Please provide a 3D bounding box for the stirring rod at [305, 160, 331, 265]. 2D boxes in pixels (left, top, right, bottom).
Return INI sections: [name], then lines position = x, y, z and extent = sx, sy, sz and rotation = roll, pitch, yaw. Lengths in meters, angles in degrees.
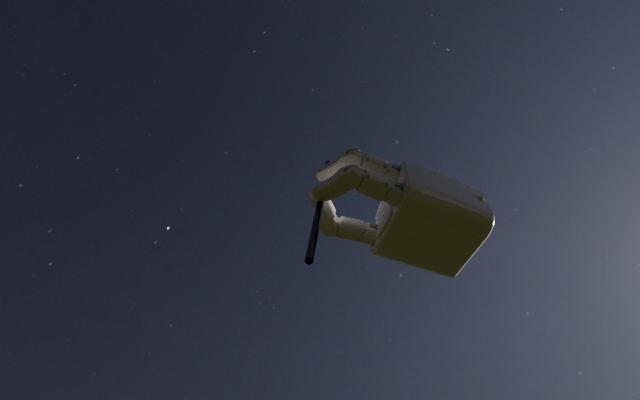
[stirring rod]
position = 0.000, 0.002, 0.529
extent = 0.011, 0.011, 0.239
rotation = 0, 25, 5
